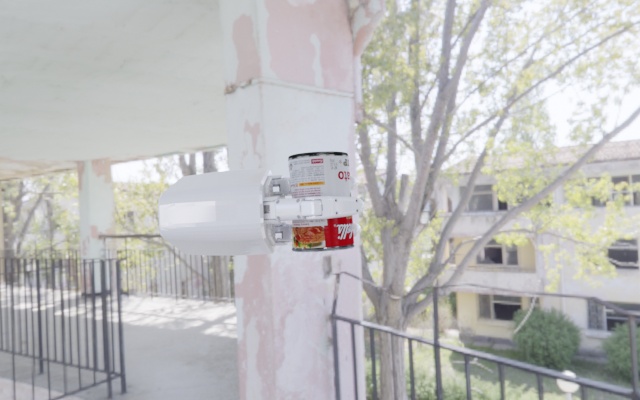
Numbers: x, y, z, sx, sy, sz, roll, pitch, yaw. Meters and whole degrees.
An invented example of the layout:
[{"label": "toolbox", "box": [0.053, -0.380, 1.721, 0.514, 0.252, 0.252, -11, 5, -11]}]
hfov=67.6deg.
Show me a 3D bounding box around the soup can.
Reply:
[{"label": "soup can", "box": [0.001, 0.001, 0.517, 0.068, 0.102, 0.068, -3, -1, 0]}]
